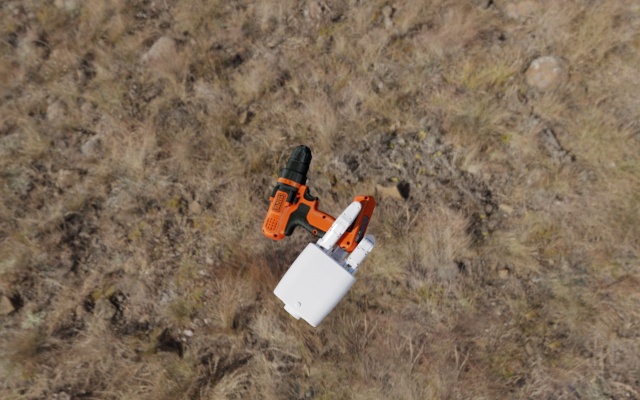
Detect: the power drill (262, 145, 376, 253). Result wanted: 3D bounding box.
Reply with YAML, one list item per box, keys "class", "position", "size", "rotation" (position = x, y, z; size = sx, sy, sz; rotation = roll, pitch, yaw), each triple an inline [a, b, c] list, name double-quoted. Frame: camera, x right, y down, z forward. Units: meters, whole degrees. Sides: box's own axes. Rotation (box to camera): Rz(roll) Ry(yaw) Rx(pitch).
- class: "power drill"
  position: [0.000, 0.003, 0.865]
  size: [0.187, 0.184, 0.057]
  rotation: [18, -4, 24]
